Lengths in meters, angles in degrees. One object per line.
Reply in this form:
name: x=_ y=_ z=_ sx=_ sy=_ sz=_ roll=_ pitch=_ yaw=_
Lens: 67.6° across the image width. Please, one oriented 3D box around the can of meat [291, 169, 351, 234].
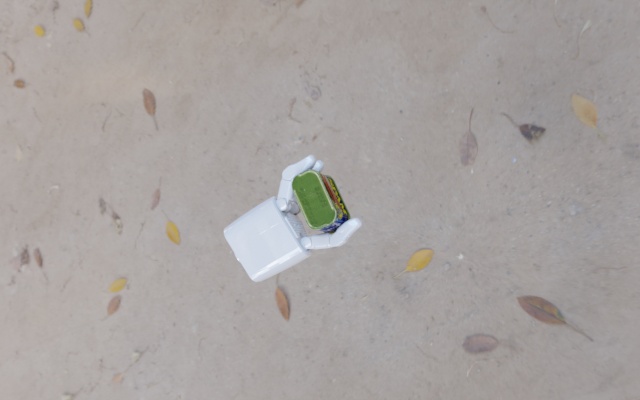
can of meat: x=0.000 y=0.003 z=0.781 sx=0.057 sy=0.102 sz=0.084 roll=-27 pitch=-13 yaw=13
